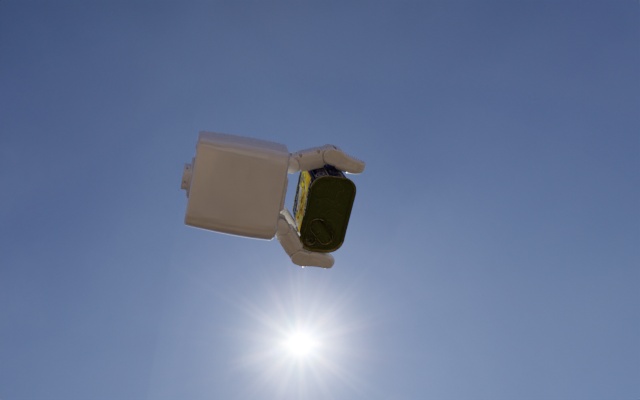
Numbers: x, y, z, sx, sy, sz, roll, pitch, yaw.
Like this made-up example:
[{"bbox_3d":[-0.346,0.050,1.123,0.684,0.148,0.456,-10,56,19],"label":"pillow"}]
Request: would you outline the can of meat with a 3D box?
[{"bbox_3d":[0.000,0.002,0.614,0.057,0.102,0.084,6,22,-16],"label":"can of meat"}]
